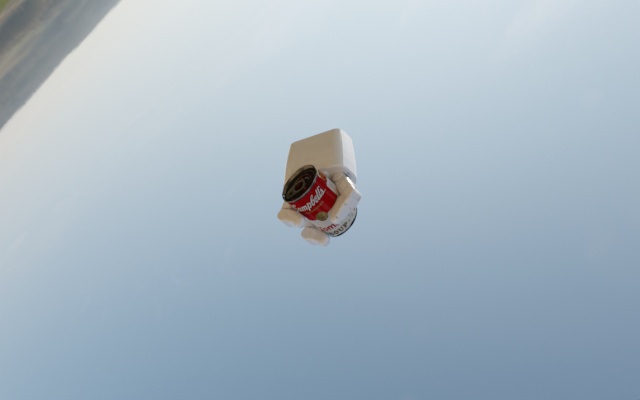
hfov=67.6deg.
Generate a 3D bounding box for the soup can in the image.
[{"bbox_3d":[0.000,0.003,0.729,0.068,0.068,0.102,0,-34,50],"label":"soup can"}]
